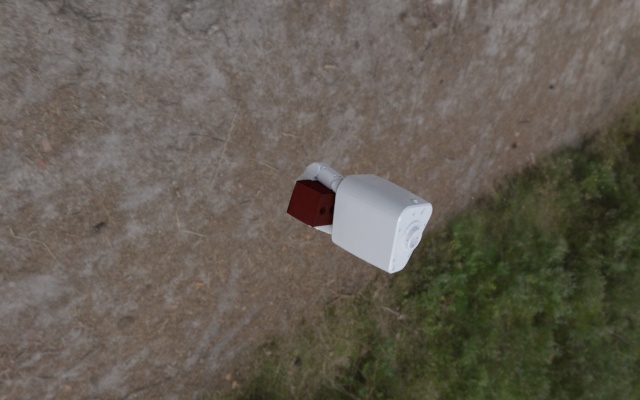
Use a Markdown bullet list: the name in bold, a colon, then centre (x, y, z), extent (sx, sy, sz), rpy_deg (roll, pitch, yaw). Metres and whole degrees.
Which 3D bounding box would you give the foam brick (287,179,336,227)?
- **foam brick**: centre (0.000, 0.002, 0.697), extent (0.051, 0.053, 0.078), rpy_deg (29, 21, 34)
